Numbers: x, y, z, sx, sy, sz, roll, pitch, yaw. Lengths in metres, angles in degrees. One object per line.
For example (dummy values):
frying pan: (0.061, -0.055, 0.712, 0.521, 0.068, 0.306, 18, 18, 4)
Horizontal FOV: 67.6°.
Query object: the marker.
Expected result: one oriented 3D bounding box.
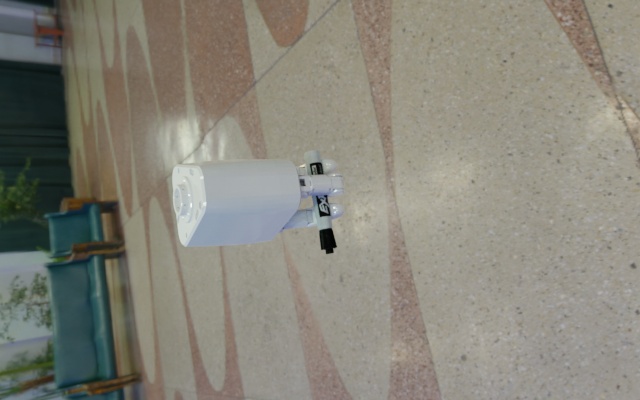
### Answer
marker: (0.000, 0.002, 0.552, 0.020, 0.121, 0.020, -10, -9, -2)
